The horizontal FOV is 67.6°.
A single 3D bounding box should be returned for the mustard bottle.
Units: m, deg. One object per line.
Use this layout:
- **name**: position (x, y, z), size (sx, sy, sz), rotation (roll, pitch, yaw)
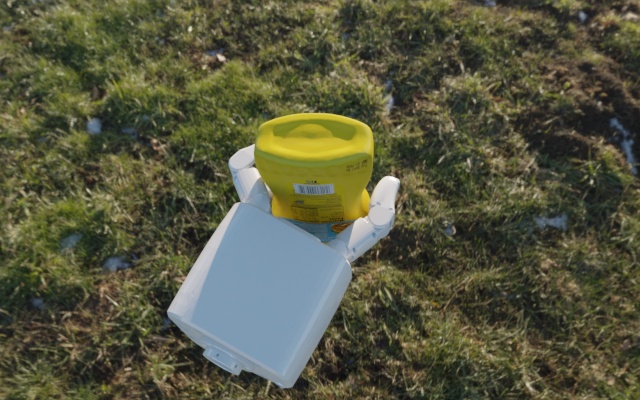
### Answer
- **mustard bottle**: position (0.000, 0.001, 0.455), size (0.096, 0.058, 0.192), rotation (0, -32, 4)
